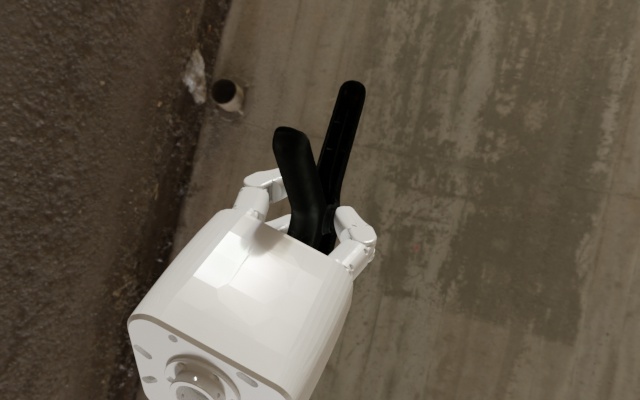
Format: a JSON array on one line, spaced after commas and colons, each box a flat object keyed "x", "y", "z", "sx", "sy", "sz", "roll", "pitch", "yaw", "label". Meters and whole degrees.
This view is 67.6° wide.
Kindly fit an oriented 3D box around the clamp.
[{"x": 0.001, "y": 0.002, "z": 0.426, "sx": 0.036, "sy": 0.210, "sz": 0.164, "roll": 15, "pitch": 36, "yaw": 16, "label": "clamp"}]
